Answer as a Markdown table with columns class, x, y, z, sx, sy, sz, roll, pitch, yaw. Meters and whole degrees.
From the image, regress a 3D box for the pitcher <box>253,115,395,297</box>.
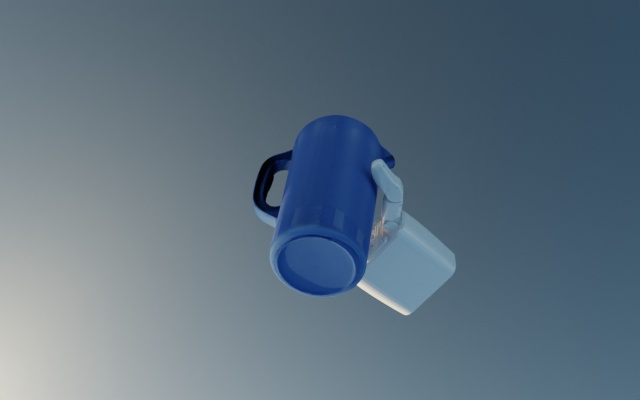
| class | x | y | z | sx | sy | sz | roll | pitch | yaw |
| --- | --- | --- | --- | --- | --- | --- | --- | --- | --- |
| pitcher | 0.000 | 0.002 | 0.613 | 0.149 | 0.145 | 0.242 | -40 | 21 | 31 |
